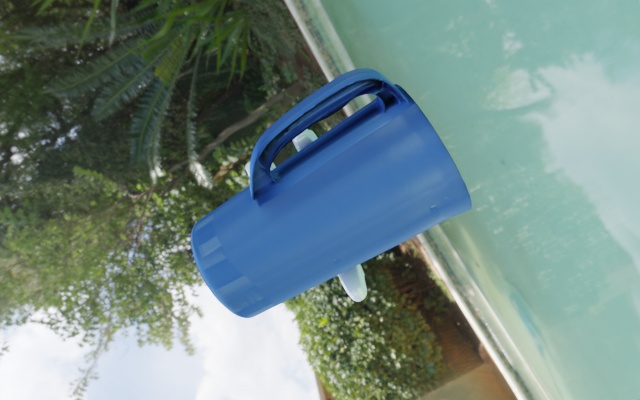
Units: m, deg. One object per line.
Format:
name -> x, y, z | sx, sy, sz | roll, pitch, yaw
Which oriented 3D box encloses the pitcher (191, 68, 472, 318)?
pitcher -> 0.000, 0.002, 0.446 | 0.243, 0.149, 0.145 | -31, -6, 6
